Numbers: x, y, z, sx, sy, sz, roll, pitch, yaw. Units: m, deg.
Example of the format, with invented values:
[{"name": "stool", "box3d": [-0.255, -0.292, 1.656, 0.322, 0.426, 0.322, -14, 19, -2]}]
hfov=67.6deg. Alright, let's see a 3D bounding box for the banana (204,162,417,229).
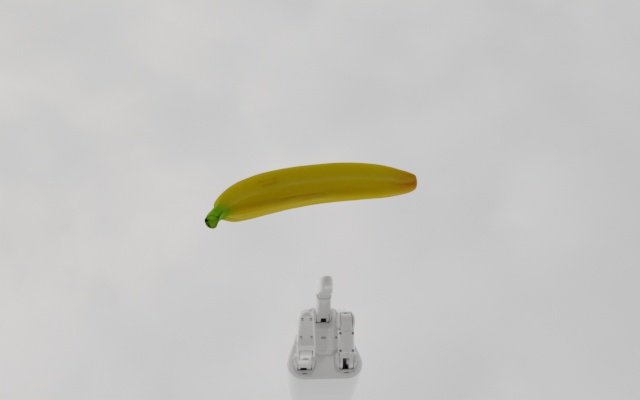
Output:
[{"name": "banana", "box3d": [-0.011, -0.007, 0.432, 0.198, 0.037, 0.069, -12, 34, -21]}]
